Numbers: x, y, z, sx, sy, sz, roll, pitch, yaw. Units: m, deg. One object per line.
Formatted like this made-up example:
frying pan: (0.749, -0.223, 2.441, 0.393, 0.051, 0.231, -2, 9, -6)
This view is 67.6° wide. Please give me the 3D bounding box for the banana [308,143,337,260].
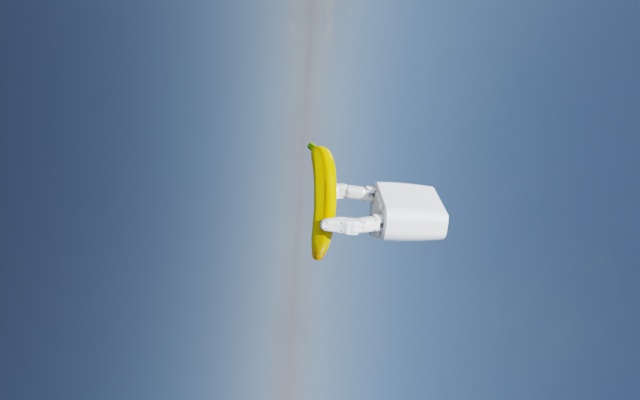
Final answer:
banana: (0.004, -0.004, 0.767, 0.037, 0.197, 0.069, 1, -9, -12)
